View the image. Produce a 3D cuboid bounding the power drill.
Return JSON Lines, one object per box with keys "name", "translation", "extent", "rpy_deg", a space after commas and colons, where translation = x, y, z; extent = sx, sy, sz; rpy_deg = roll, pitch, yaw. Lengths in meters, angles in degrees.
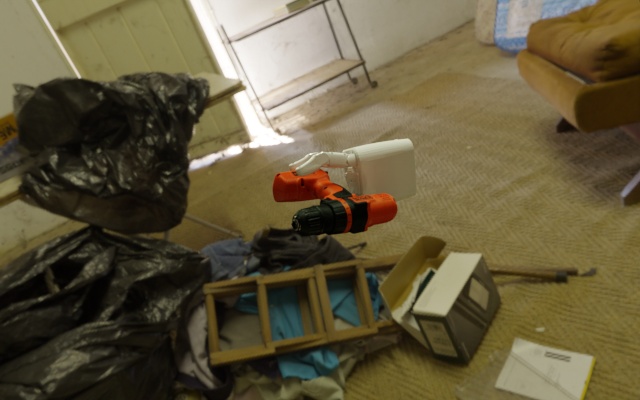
{"name": "power drill", "translation": [0.000, 0.002, 0.763], "extent": [0.184, 0.057, 0.187], "rpy_deg": [-7, 23, -35]}
